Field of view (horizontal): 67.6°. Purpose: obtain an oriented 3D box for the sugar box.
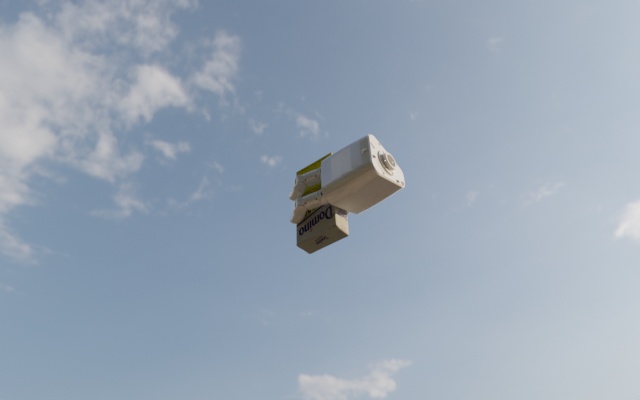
[{"bbox_3d":[0.000,0.003,0.890,0.093,0.176,0.048,-29,-48,28],"label":"sugar box"}]
